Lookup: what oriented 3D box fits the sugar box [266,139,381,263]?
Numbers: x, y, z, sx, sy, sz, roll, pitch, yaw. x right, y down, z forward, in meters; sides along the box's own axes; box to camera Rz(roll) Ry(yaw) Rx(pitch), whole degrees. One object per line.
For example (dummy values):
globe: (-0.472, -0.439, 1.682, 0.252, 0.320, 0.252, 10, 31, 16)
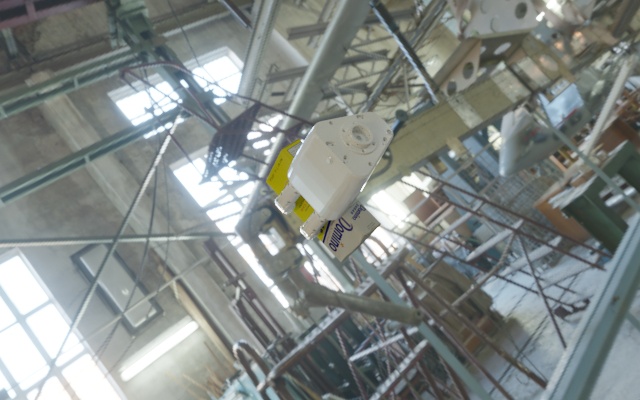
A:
sugar box: (0.000, 0.002, 0.717, 0.048, 0.176, 0.093, -34, -13, -35)
